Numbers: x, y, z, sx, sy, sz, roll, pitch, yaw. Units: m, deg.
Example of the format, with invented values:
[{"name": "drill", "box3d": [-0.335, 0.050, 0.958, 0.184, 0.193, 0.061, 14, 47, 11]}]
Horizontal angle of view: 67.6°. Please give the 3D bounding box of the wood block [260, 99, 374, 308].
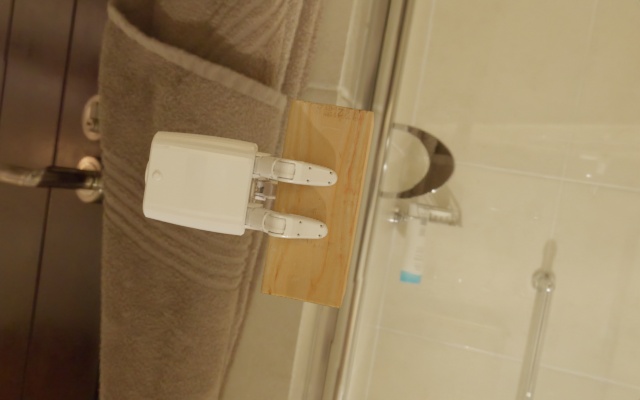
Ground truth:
[{"name": "wood block", "box3d": [0.000, 0.002, 0.538, 0.090, 0.206, 0.091, 10, 4, 5]}]
